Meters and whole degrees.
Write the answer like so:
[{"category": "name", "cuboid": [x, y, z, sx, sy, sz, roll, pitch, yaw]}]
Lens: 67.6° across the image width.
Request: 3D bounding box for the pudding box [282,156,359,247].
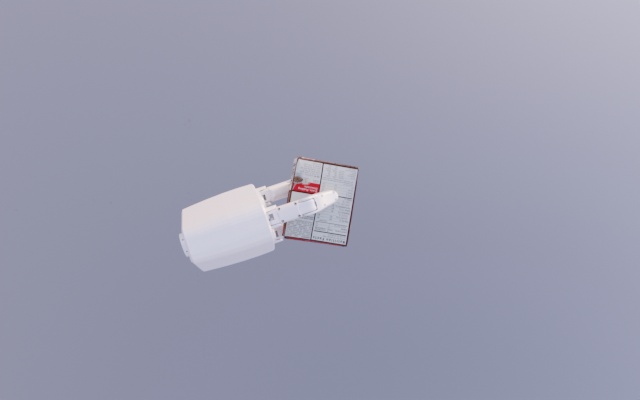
[{"category": "pudding box", "cuboid": [0.000, 0.002, 0.657, 0.090, 0.113, 0.039, 10, 0, -8]}]
